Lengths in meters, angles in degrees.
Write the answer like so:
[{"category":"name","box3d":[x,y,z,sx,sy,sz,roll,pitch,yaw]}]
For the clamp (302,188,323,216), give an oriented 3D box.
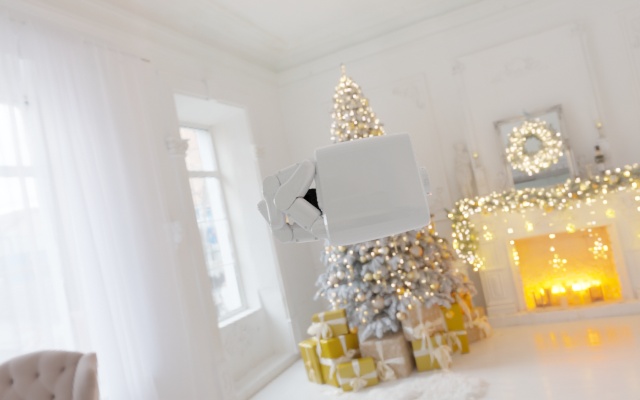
[{"category":"clamp","box3d":[0.000,0.001,0.622,0.120,0.039,0.171,-11,-2,6]}]
